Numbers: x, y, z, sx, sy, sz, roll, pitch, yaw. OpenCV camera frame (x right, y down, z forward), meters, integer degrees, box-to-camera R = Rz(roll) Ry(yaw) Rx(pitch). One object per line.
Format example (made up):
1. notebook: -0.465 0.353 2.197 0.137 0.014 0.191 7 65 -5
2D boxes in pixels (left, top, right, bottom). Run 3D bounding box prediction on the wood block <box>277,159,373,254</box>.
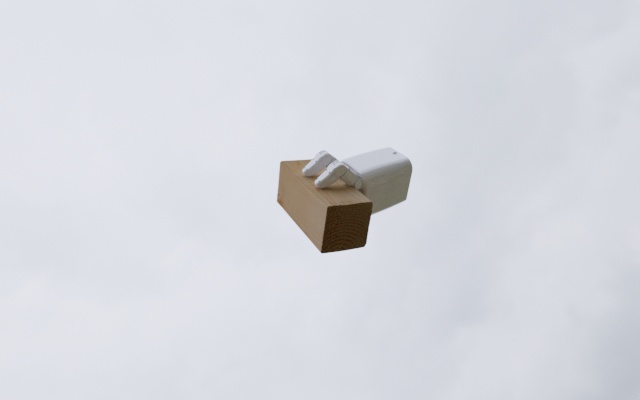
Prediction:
1. wood block: 0.000 0.003 0.876 0.090 0.091 0.206 -6 27 -26
